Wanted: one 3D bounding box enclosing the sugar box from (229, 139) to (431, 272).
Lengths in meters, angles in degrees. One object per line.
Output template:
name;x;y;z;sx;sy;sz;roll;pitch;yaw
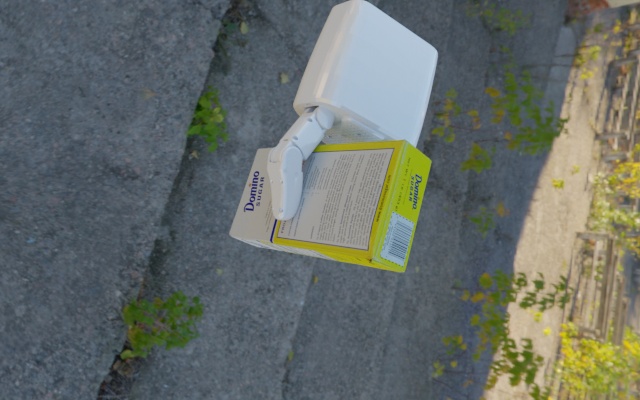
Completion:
sugar box;0.001;0.001;0.408;0.048;0.093;0.176;27;-16;-40
